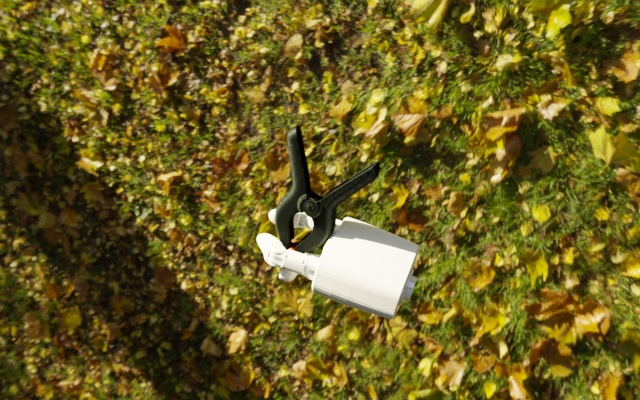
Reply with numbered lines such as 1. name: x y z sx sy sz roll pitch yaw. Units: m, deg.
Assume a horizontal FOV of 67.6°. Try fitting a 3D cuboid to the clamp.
1. clamp: 0.000 0.002 0.598 0.120 0.171 0.039 19 22 14
